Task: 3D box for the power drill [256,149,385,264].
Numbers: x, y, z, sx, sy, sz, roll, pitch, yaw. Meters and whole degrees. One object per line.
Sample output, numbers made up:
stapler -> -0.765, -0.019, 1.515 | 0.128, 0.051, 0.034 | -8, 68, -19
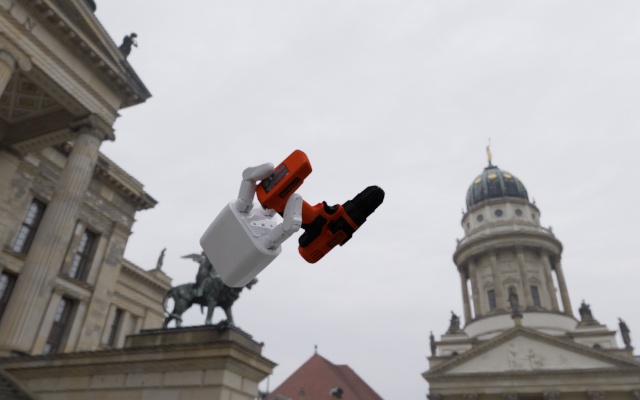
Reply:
power drill -> 0.000, 0.002, 0.792 | 0.188, 0.184, 0.057 | 45, 4, -35
